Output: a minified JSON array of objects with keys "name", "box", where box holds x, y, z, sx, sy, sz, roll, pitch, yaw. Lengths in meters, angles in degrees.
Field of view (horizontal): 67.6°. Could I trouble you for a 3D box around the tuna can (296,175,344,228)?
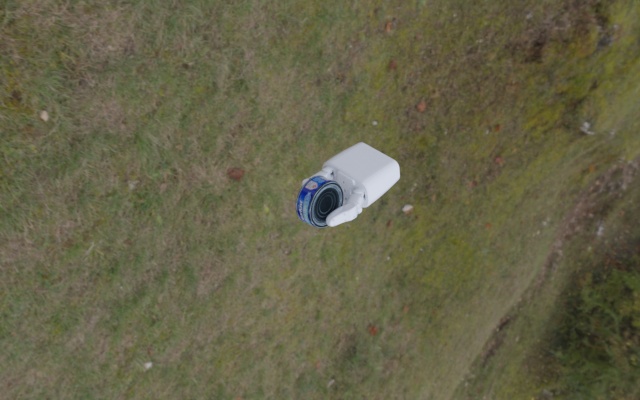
[{"name":"tuna can","box":[0.000,0.003,0.813,0.033,0.086,0.086,24,16,39]}]
